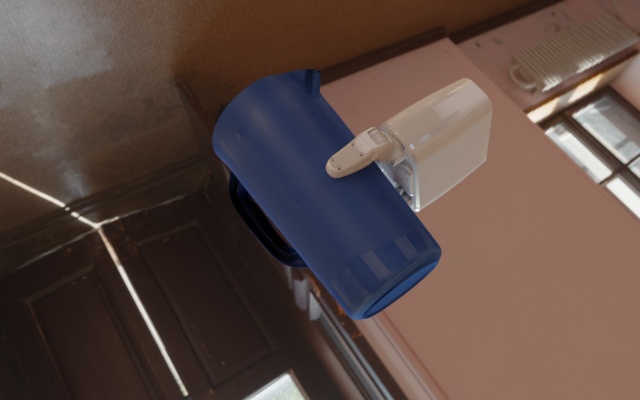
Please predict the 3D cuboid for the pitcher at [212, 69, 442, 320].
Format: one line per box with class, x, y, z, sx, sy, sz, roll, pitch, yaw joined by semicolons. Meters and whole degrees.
pitcher;0.000;0.001;0.492;0.145;0.242;0.149;-33;-21;-12
